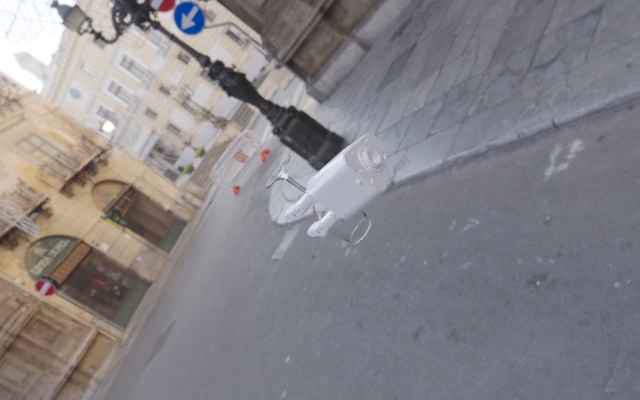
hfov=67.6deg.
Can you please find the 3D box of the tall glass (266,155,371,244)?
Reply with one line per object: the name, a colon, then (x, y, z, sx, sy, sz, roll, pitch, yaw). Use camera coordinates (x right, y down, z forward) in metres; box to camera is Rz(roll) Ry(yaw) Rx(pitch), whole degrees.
tall glass: (0.000, 0.003, 0.899, 0.201, 0.079, 0.079, 36, -10, -15)
